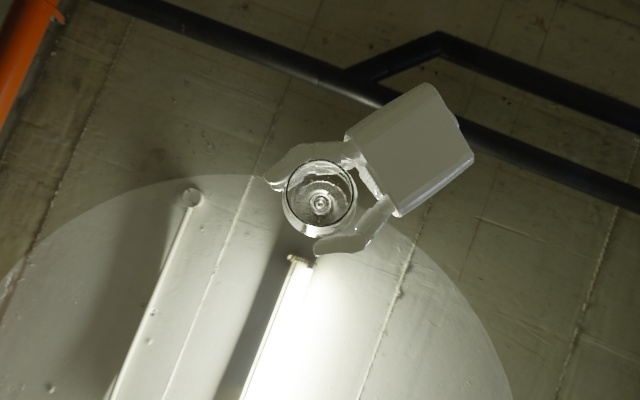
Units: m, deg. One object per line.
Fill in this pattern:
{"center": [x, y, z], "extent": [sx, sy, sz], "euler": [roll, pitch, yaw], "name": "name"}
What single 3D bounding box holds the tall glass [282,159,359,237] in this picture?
{"center": [0.000, 0.002, 0.527], "extent": [0.079, 0.079, 0.201], "euler": [0, -5, 1], "name": "tall glass"}
